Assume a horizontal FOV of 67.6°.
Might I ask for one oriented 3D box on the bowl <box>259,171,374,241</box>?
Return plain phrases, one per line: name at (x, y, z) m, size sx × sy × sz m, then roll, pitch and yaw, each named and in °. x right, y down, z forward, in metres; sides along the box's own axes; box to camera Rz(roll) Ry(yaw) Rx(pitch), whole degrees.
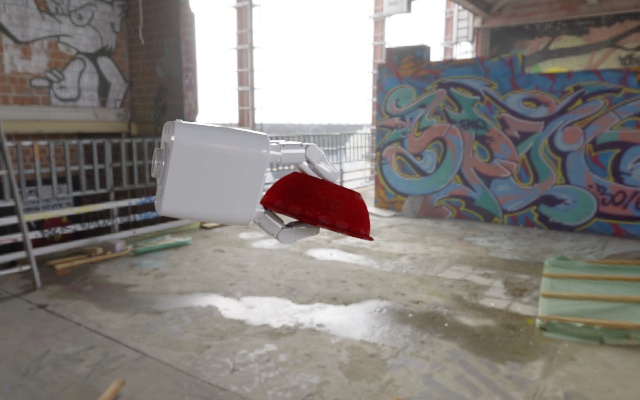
bowl at (0.001, 0.002, 0.618) m, size 0.162 × 0.055 × 0.162 m, roll 18°, pitch 0°, yaw 0°
